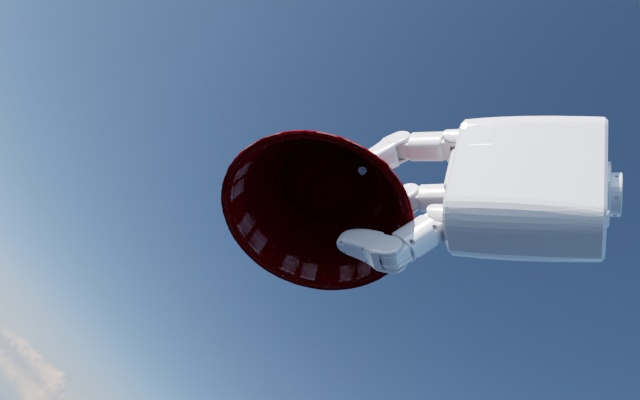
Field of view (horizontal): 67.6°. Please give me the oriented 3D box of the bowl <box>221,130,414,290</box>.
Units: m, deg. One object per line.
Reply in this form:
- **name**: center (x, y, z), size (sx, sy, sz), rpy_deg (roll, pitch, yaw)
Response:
- **bowl**: center (-0.001, 0.001, 0.412), size (0.162, 0.162, 0.055), rpy_deg (0, 35, 14)
